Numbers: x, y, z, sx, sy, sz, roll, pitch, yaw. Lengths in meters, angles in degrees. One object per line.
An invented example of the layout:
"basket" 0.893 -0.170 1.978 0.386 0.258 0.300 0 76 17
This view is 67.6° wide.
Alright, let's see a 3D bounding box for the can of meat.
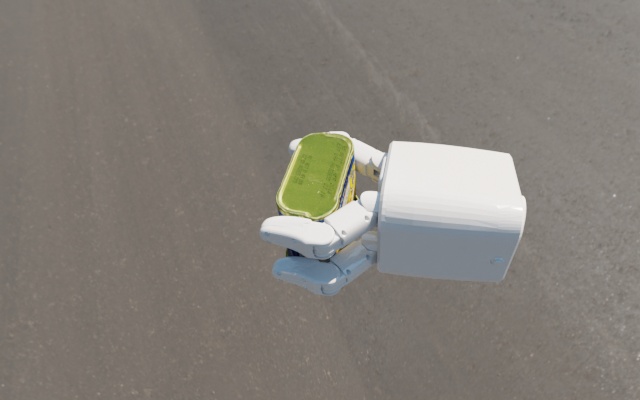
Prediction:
"can of meat" 0.000 0.001 0.430 0.057 0.102 0.084 8 -38 12
